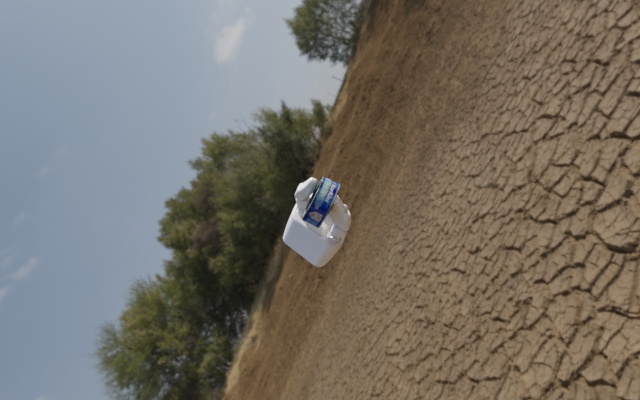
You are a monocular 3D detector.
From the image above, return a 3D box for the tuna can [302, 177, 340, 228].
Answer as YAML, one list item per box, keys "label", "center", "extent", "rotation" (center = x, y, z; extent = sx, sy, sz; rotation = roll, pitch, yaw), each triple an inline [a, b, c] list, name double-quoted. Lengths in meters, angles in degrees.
- label: "tuna can"
  center: [0.000, 0.002, 0.826]
  extent: [0.034, 0.086, 0.086]
  rotation: [27, -2, -5]
